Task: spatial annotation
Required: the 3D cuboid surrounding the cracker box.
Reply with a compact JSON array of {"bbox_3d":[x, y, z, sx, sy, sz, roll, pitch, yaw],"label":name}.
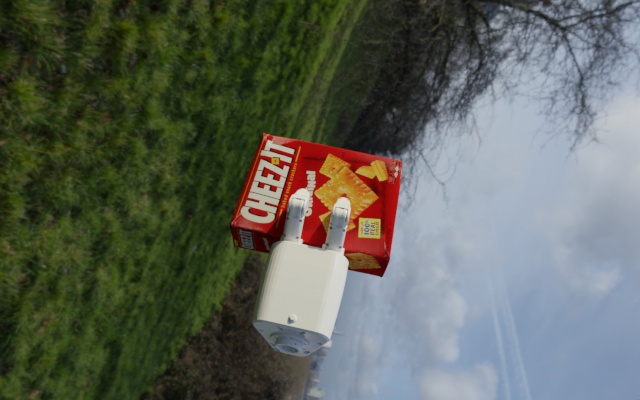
[{"bbox_3d":[0.000,0.002,0.674,0.213,0.164,0.072,12,-32,3],"label":"cracker box"}]
